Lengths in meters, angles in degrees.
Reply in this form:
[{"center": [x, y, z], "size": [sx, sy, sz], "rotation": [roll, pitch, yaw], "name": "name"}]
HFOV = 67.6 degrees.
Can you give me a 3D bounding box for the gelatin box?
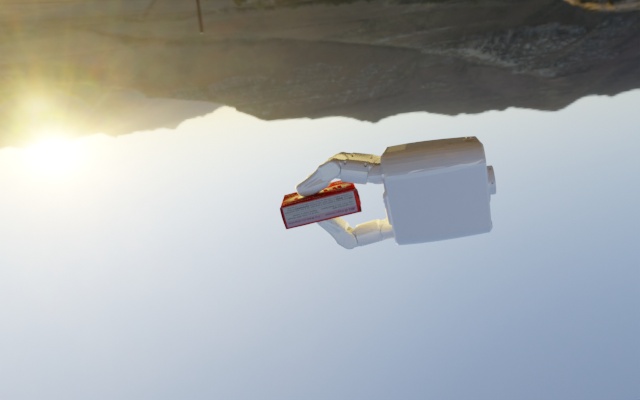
[{"center": [0.000, 0.002, 0.556], "size": [0.089, 0.030, 0.073], "rotation": [-14, 12, 2], "name": "gelatin box"}]
